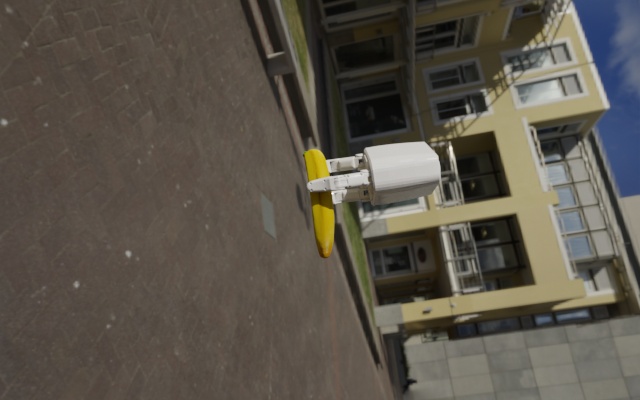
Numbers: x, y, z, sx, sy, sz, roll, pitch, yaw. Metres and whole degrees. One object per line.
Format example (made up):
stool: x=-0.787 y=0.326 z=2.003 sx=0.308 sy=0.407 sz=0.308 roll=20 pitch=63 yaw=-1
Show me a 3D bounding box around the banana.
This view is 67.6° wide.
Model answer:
banana: x=0.000 y=-0.008 z=0.782 sx=0.037 sy=0.197 sz=0.070 roll=-7 pitch=-22 yaw=-4
